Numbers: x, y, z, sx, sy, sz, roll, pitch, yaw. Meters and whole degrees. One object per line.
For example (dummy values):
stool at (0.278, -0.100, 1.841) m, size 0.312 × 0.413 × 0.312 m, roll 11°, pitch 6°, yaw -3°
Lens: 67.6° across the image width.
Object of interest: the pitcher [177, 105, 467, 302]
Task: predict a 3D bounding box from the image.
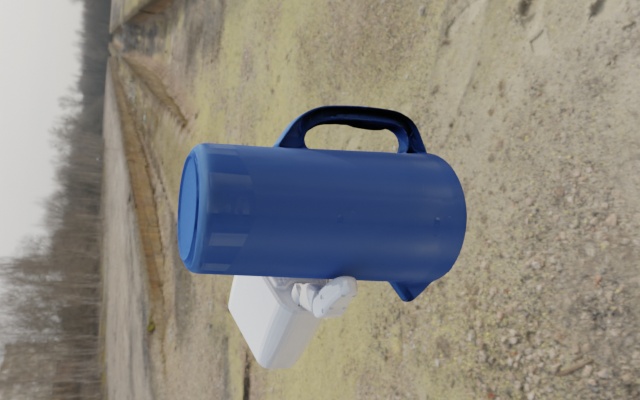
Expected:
pitcher at (0.000, 0.002, 0.442) m, size 0.243 × 0.145 × 0.149 m, roll 4°, pitch 41°, yaw -25°
